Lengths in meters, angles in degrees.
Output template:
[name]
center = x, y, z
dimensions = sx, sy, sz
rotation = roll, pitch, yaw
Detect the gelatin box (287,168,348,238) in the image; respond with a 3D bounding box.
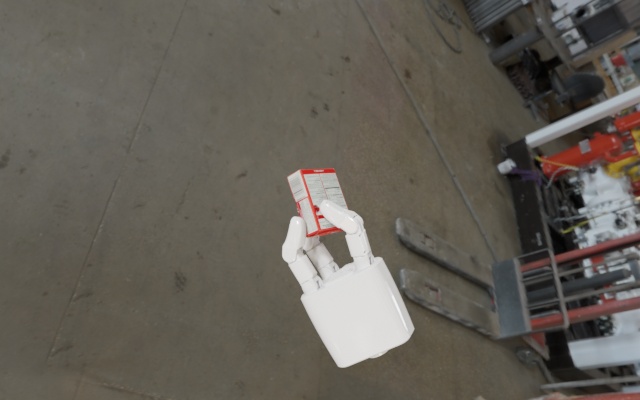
[gelatin box]
center = 0.000, 0.002, 0.648
dimensions = 0.030, 0.089, 0.073
rotation = -26, -12, 39
